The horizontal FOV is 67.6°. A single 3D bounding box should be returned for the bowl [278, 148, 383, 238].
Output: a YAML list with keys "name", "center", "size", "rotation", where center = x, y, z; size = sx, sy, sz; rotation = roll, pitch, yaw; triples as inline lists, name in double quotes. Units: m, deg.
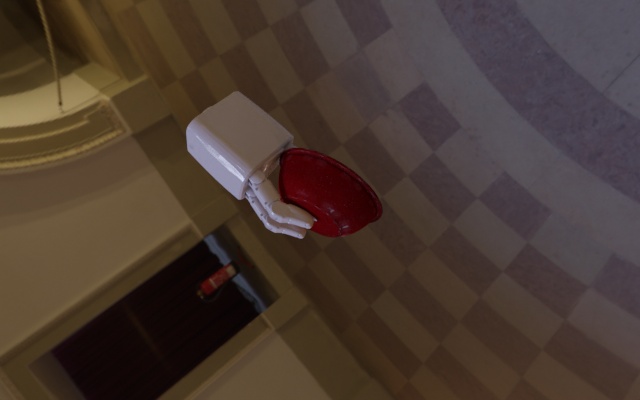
- name: "bowl"
  center: [0.001, 0.003, 0.646]
  size: [0.162, 0.055, 0.162]
  rotation: [27, -23, 12]
